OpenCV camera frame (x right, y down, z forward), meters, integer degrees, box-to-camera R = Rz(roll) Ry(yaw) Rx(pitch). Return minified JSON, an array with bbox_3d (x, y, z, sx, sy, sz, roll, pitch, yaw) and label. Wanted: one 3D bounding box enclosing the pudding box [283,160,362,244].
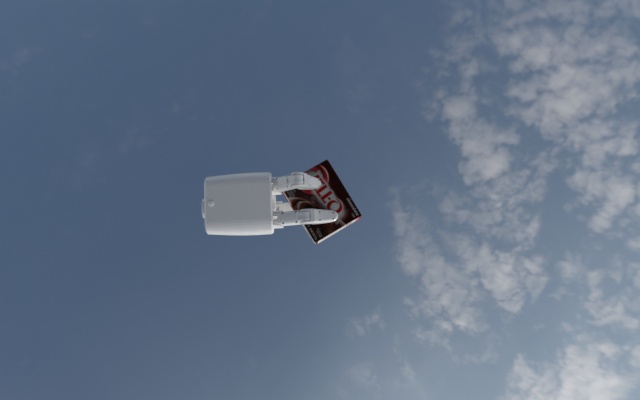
[{"bbox_3d":[0.000,0.003,0.785,0.090,0.113,0.039,-30,-6,-9],"label":"pudding box"}]
